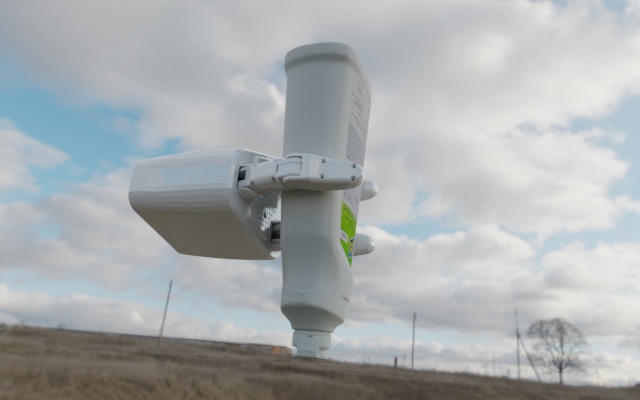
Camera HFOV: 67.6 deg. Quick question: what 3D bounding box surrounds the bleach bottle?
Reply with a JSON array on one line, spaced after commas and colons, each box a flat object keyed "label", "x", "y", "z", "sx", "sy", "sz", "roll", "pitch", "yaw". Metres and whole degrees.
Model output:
[{"label": "bleach bottle", "x": 0.000, "y": 0.001, "z": 0.403, "sx": 0.068, "sy": 0.250, "sz": 0.103, "roll": -2, "pitch": -20, "yaw": 20}]
